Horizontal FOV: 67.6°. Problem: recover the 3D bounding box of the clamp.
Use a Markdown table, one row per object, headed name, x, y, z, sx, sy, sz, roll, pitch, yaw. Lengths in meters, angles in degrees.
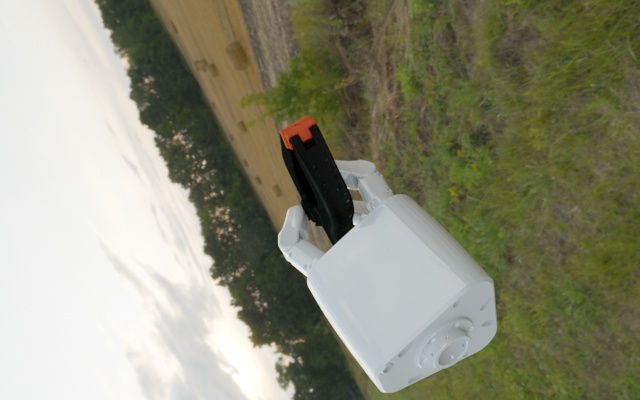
| name | x | y | z | sx | sy | sz | roll | pitch | yaw |
| --- | --- | --- | --- | --- | --- | --- | --- | --- | --- |
| clamp | -0.001 | 0.002 | 0.461 | 0.036 | 0.210 | 0.164 | -32 | 43 | -11 |
